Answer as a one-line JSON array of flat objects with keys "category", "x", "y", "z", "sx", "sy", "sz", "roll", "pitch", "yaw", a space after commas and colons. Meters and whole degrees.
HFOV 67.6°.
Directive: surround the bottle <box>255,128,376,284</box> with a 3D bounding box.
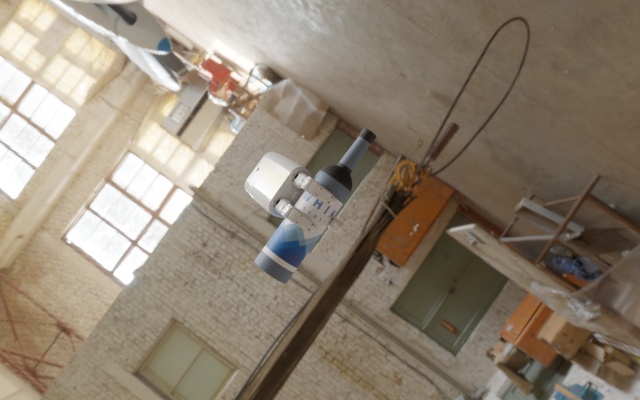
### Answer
[{"category": "bottle", "x": 0.000, "y": 0.003, "z": 0.816, "sx": 0.069, "sy": 0.295, "sz": 0.069, "roll": 36, "pitch": -2, "yaw": 1}]
